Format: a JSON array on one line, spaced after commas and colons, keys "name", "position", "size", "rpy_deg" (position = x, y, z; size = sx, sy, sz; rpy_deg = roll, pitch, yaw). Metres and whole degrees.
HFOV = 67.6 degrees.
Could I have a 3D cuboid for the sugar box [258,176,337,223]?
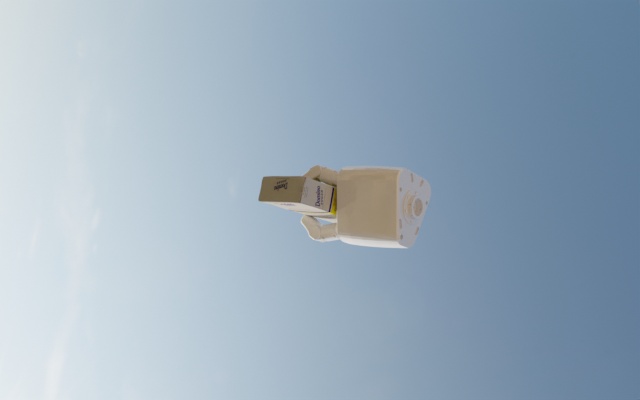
[{"name": "sugar box", "position": [0.000, 0.002, 0.746], "size": [0.093, 0.048, 0.176], "rpy_deg": [2, -14, 43]}]
